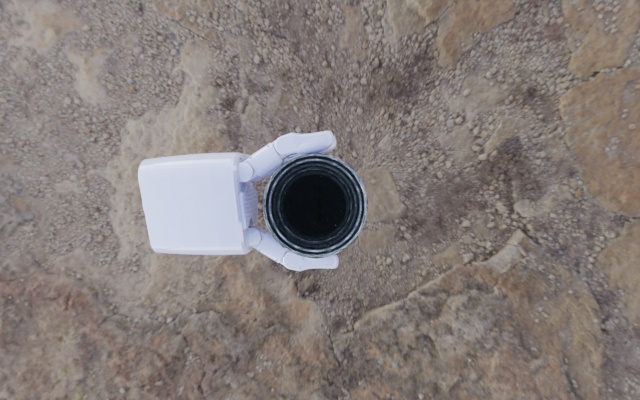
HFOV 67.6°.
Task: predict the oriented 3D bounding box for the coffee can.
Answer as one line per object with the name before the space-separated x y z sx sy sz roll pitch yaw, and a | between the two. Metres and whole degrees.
coffee can | 0.000 0.002 0.528 0.103 0.103 0.140 0 3 5
